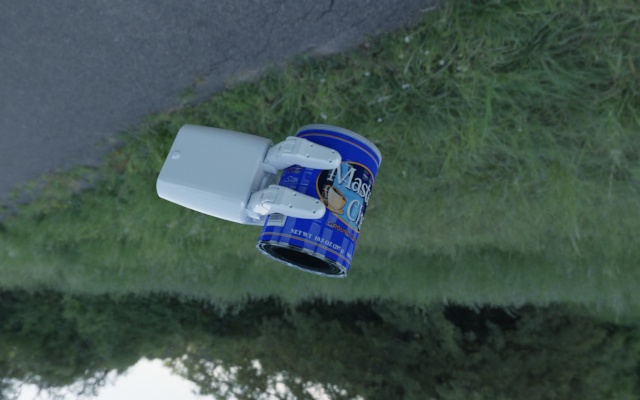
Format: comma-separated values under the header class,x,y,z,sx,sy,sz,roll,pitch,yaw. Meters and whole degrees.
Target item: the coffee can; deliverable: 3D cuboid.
class,x,y,z,sx,sy,sz,roll,pitch,yaw
coffee can,0.000,0.002,0.528,0.103,0.140,0.103,16,-18,6
